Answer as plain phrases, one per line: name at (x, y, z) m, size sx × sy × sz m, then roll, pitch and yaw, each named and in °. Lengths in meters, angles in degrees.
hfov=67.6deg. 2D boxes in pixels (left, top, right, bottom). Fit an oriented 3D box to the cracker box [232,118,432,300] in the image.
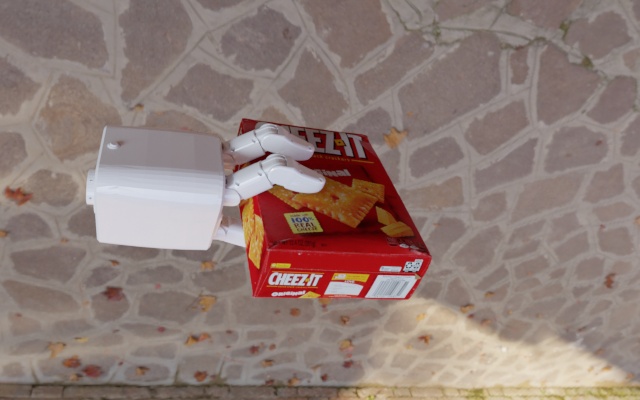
cracker box at (0.000, 0.002, 0.507) m, size 0.164 × 0.072 × 0.213 m, roll 5°, pitch 39°, yaw -21°
